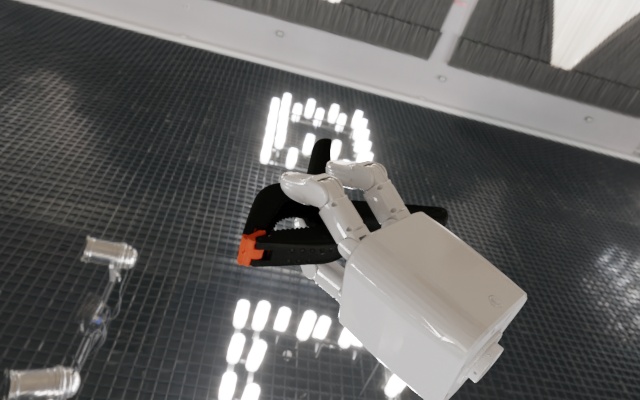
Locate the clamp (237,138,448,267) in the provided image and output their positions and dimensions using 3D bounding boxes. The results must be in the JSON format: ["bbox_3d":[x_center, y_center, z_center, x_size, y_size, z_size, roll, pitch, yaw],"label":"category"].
[{"bbox_3d":[0.000,0.002,0.436,0.210,0.036,0.164,-19,47,-43],"label":"clamp"}]
